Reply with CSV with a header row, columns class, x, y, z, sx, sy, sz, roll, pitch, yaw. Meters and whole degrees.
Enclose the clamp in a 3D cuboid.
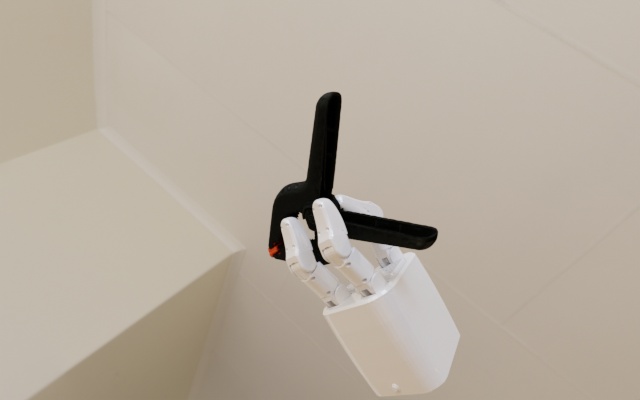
class,x,y,z,sx,sy,sz,roll,pitch,yaw
clamp,0.000,0.002,0.486,0.036,0.164,0.210,-28,-1,-43
